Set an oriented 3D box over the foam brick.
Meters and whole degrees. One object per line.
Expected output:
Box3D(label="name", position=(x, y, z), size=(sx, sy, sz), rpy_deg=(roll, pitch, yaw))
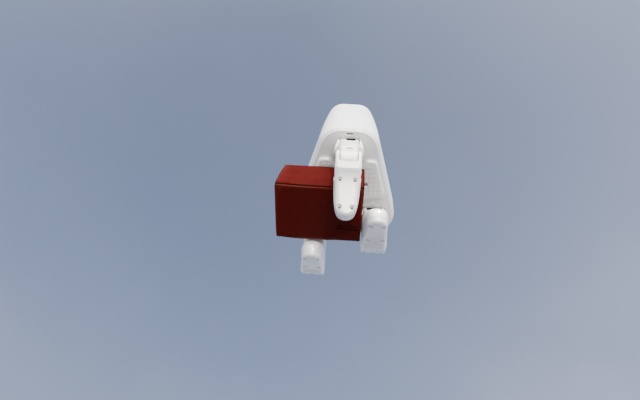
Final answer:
Box3D(label="foam brick", position=(0.000, 0.001, 0.436), size=(0.078, 0.053, 0.051), rpy_deg=(4, 24, 2))
